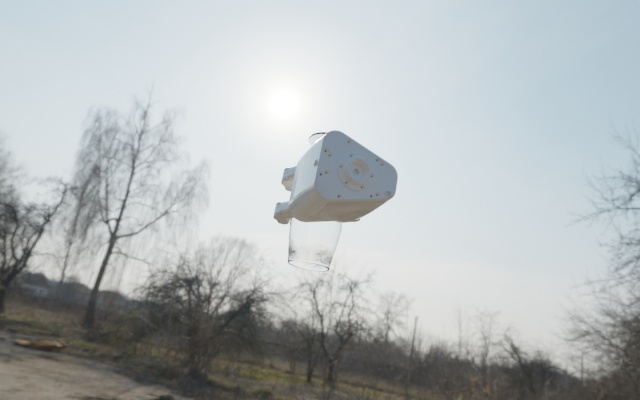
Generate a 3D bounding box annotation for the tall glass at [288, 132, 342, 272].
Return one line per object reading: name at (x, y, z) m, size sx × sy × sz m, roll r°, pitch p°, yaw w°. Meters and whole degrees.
tall glass at (0.000, 0.002, 0.722) m, size 0.079 × 0.201 × 0.079 m, roll 10°, pitch -17°, yaw 3°
